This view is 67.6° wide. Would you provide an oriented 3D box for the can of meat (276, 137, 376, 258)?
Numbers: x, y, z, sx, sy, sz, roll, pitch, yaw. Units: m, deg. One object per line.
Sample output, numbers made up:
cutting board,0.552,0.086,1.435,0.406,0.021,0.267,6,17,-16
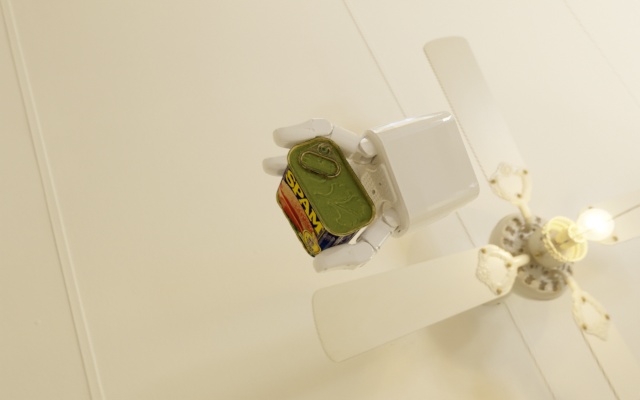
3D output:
can of meat,0.000,0.002,0.485,0.057,0.102,0.084,-24,-16,-25
